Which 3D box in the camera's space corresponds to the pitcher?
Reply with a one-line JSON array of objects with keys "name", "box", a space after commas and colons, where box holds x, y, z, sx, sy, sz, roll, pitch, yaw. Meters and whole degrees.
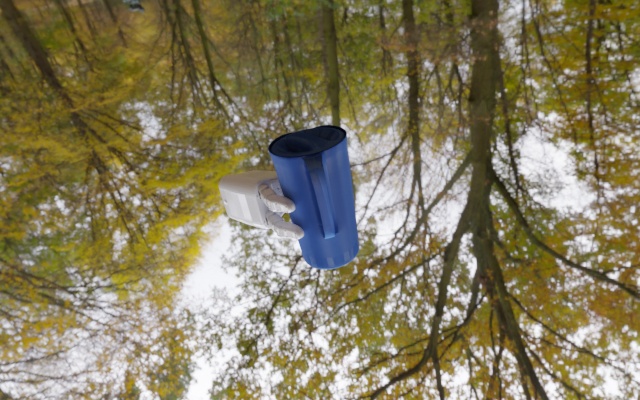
[{"name": "pitcher", "box": [0.000, 0.003, 0.837, 0.145, 0.243, 0.149, 9, 34, 36]}]
